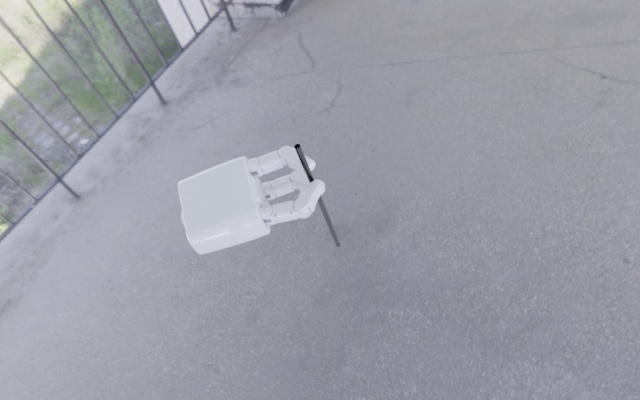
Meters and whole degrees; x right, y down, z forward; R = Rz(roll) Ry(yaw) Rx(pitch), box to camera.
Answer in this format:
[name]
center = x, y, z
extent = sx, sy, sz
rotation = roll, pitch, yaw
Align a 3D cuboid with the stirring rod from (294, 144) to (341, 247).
[stirring rod]
center = 0.000, 0.002, 0.707
extent = 0.011, 0.011, 0.240
rotation = 0, -37, 18
